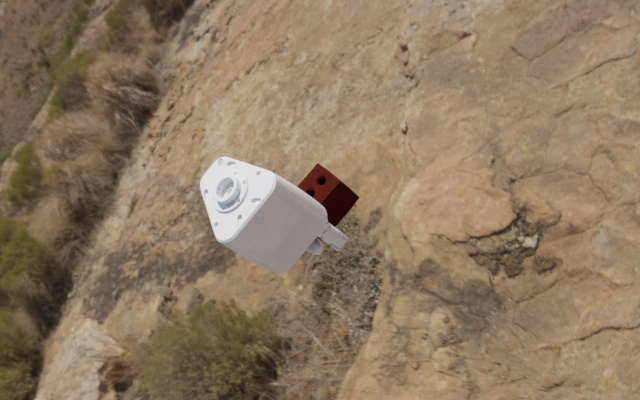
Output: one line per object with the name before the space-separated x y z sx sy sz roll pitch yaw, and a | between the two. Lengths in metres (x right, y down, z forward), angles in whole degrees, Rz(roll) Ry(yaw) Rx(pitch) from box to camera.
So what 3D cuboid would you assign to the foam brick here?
foam brick | 0.000 0.002 0.616 0.053 0.078 0.051 41 2 43
